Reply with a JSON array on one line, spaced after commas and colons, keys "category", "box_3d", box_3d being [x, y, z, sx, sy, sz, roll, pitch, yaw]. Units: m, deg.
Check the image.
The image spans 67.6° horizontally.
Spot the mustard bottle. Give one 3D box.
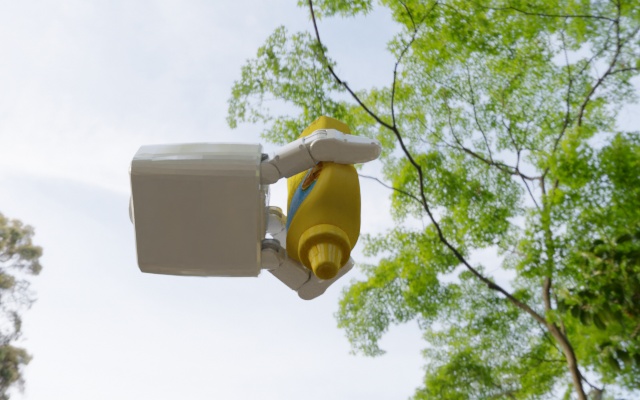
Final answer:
[{"category": "mustard bottle", "box_3d": [0.000, 0.001, 0.430, 0.058, 0.096, 0.191, 22, 28, -15]}]
